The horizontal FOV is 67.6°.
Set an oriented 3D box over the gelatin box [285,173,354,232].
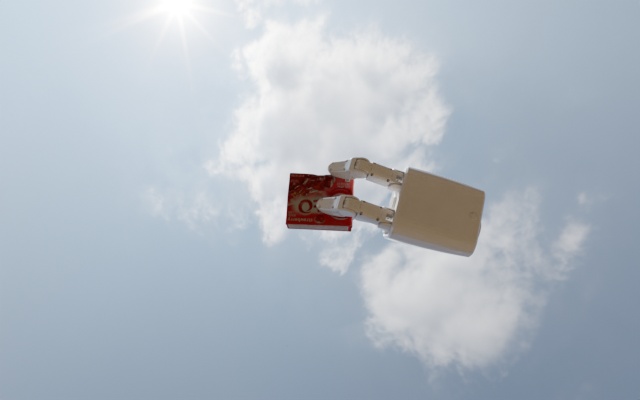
[{"bbox_3d":[0.000,0.002,0.644,0.089,0.073,0.030,2,-18,3],"label":"gelatin box"}]
